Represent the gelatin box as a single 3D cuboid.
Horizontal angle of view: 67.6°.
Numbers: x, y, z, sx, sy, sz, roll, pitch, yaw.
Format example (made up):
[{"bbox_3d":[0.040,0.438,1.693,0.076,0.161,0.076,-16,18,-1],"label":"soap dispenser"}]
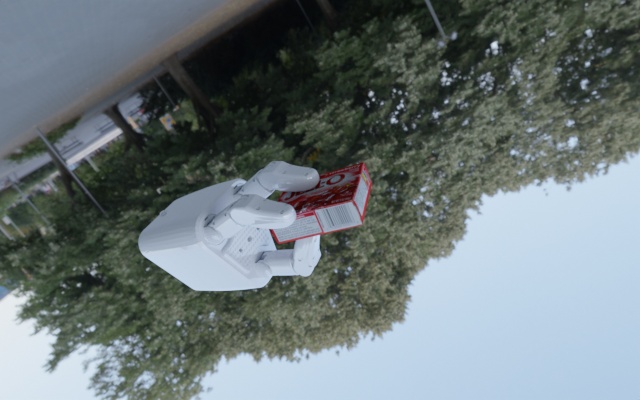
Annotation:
[{"bbox_3d":[0.001,0.002,0.455,0.089,0.030,0.073,-14,26,22],"label":"gelatin box"}]
